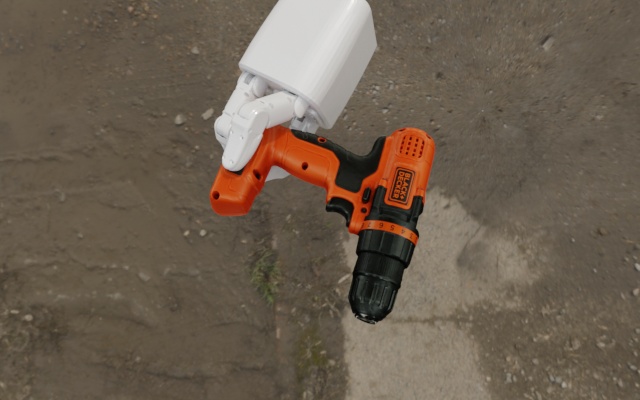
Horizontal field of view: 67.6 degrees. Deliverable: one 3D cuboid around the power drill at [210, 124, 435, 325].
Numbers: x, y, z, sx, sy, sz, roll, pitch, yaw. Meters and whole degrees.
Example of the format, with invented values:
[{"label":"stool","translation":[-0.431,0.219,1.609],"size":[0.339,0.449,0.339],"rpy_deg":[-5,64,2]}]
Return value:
[{"label":"power drill","translation":[0.000,0.001,0.439],"size":[0.187,0.184,0.057],"rpy_deg":[16,-21,6]}]
